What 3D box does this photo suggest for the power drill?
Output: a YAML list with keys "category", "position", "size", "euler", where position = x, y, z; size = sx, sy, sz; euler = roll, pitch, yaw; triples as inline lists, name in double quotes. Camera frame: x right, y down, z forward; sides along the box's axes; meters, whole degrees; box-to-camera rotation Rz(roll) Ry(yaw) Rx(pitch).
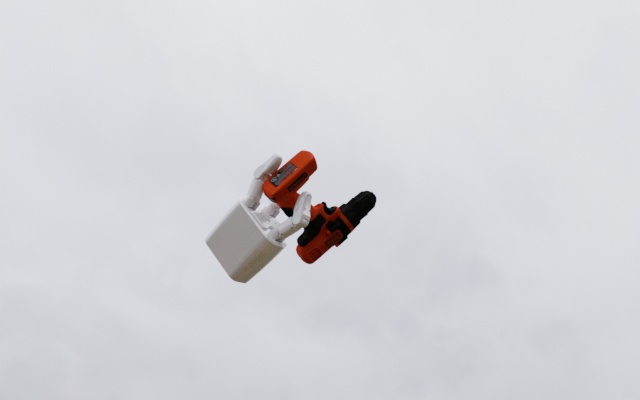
- category: "power drill"
  position: [0.000, 0.003, 0.854]
  size: [0.184, 0.188, 0.057]
  euler: [-42, 34, -9]
